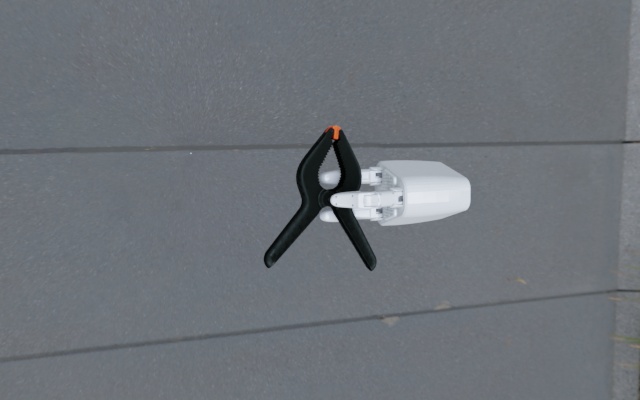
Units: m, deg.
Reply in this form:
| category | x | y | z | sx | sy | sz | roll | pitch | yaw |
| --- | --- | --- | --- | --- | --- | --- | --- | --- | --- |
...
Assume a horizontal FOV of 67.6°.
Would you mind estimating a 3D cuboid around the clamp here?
| category | x | y | z | sx | sy | sz | roll | pitch | yaw |
| --- | --- | --- | --- | --- | --- | --- | --- | --- | --- |
| clamp | 0.001 | 0.002 | 0.665 | 0.164 | 0.210 | 0.036 | -3 | 6 | -17 |
